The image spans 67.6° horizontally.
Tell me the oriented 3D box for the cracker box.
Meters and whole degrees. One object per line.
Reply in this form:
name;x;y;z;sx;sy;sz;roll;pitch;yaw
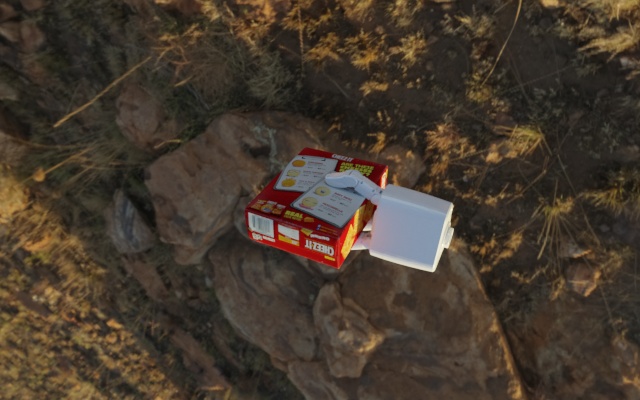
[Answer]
cracker box;0.000;0.003;0.799;0.164;0.072;0.213;16;39;20
